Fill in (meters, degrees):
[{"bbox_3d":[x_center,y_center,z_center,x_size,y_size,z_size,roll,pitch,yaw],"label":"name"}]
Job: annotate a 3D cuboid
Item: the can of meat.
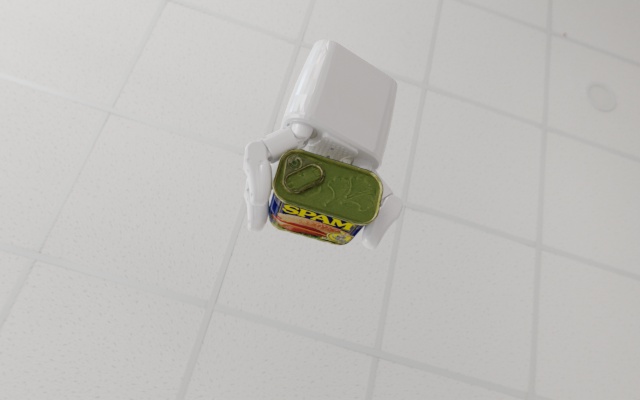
[{"bbox_3d":[0.000,0.002,0.477,0.102,0.057,0.084,17,-24,-5],"label":"can of meat"}]
